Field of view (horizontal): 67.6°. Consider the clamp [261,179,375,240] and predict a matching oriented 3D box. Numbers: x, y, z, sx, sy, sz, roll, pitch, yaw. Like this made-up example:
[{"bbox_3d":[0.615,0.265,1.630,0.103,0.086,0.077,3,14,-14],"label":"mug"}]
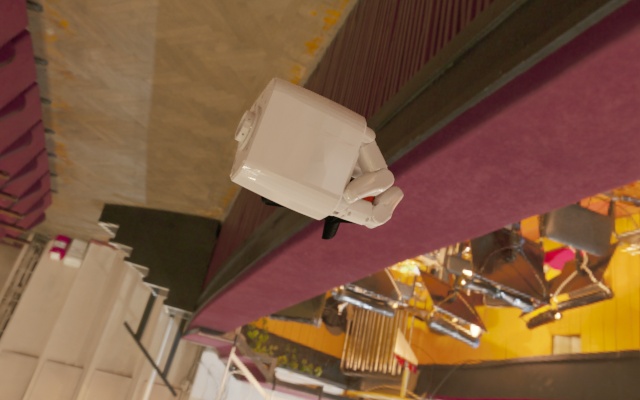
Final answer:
[{"bbox_3d":[0.000,0.002,0.592,0.120,0.039,0.171,23,-26,-19],"label":"clamp"}]
